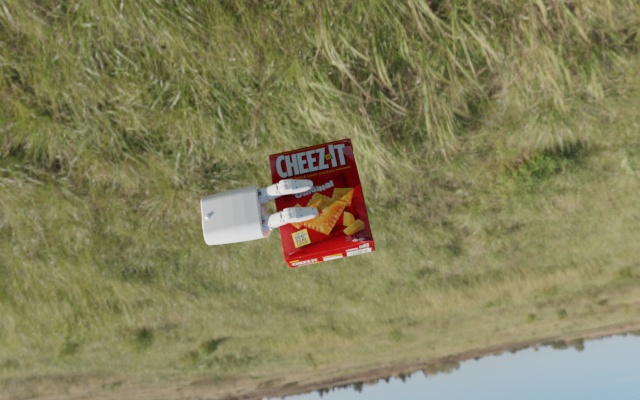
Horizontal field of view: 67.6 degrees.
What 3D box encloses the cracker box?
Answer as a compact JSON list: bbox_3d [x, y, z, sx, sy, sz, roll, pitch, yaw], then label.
[{"bbox_3d":[0.000,0.003,0.894,0.164,0.213,0.072,-12,-21,2],"label":"cracker box"}]
